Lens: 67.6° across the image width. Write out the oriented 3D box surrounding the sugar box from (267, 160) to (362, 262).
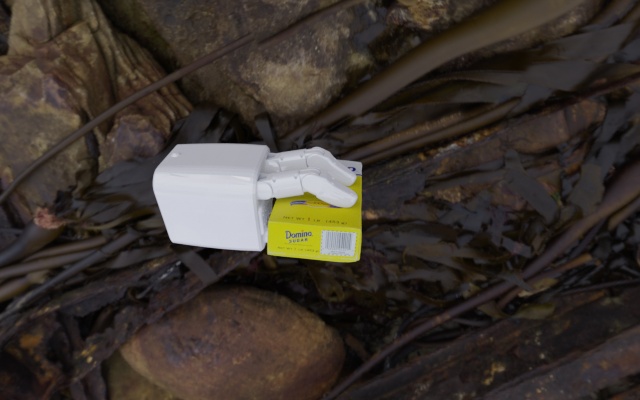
[{"bbox_3d":[0.000,0.001,0.541,0.093,0.048,0.176,5,29,1],"label":"sugar box"}]
